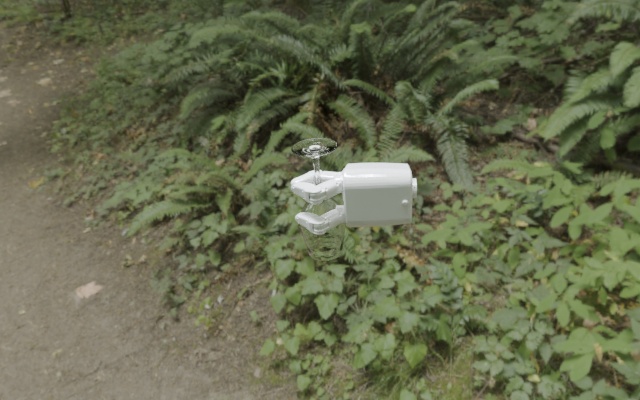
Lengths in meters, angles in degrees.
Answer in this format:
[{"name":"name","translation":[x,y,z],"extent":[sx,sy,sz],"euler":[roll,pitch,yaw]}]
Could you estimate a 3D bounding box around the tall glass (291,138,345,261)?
[{"name":"tall glass","translation":[0.000,0.002,0.800],"extent":[0.079,0.201,0.079],"euler":[-5,28,2]}]
